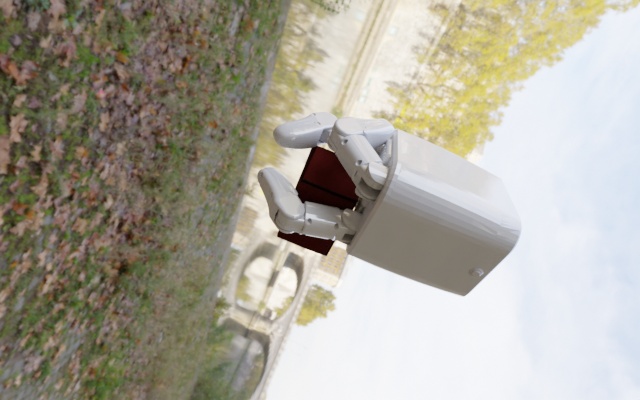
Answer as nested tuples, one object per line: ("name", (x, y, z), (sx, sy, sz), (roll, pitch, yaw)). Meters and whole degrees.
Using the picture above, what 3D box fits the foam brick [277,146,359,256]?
("foam brick", (0.000, 0.001, 0.425), (0.051, 0.053, 0.078), (22, -46, -4))
